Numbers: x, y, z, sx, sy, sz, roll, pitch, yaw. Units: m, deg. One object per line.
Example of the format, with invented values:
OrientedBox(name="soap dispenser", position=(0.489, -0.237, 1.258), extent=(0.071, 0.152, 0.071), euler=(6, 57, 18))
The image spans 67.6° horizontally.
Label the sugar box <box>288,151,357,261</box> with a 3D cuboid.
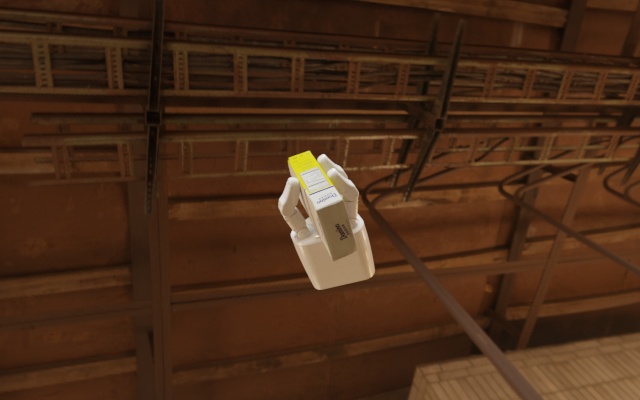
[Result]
OrientedBox(name="sugar box", position=(0.001, 0.002, 0.712), extent=(0.048, 0.093, 0.176), euler=(-23, 32, -8))
